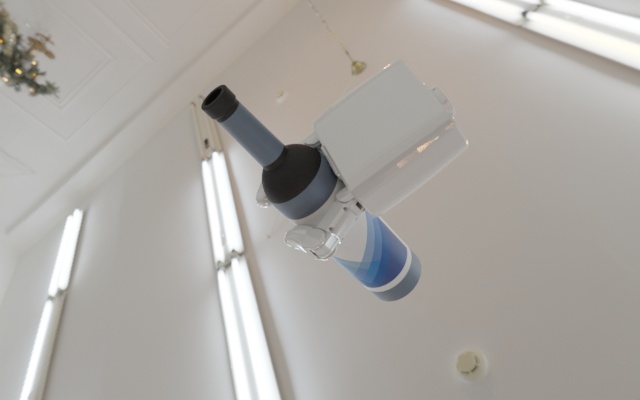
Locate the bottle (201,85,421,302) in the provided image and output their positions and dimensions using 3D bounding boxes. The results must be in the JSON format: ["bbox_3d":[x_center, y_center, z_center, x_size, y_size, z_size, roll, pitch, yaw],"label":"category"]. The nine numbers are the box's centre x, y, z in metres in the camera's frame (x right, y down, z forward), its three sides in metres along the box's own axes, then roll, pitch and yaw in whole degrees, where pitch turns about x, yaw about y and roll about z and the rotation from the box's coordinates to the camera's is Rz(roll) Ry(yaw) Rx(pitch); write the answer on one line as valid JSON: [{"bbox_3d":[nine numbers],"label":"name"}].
[{"bbox_3d":[0.000,0.002,0.467,0.069,0.069,0.296,0,-35,46],"label":"bottle"}]
